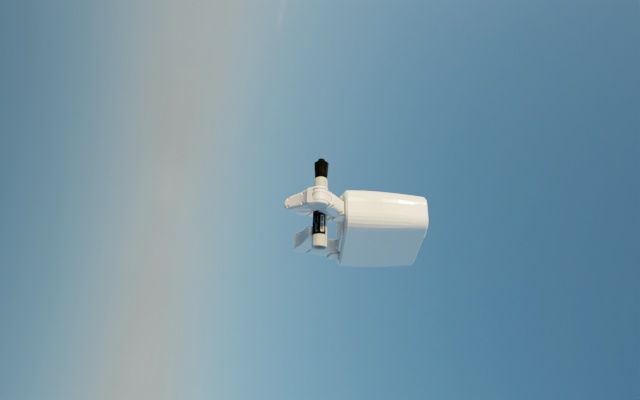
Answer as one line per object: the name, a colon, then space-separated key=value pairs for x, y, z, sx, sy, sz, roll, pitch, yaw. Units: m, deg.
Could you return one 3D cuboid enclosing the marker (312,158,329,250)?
marker: x=0.000 y=0.002 z=0.605 sx=0.020 sy=0.121 sz=0.020 roll=1 pitch=-23 yaw=1
